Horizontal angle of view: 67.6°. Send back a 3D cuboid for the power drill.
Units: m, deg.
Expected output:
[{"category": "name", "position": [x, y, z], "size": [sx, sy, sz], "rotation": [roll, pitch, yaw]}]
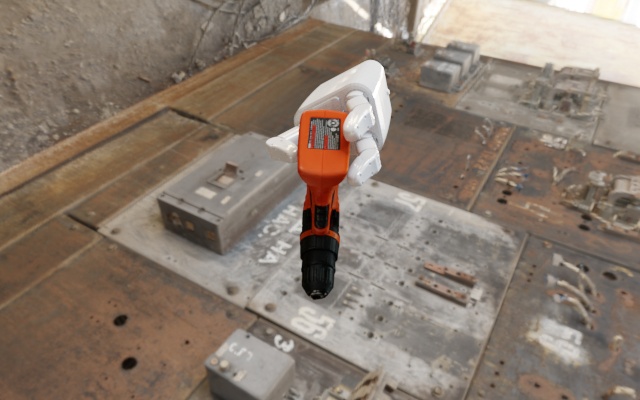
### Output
[{"category": "power drill", "position": [0.000, 0.001, 0.571], "size": [0.057, 0.184, 0.188], "rotation": [2, -37, -2]}]
